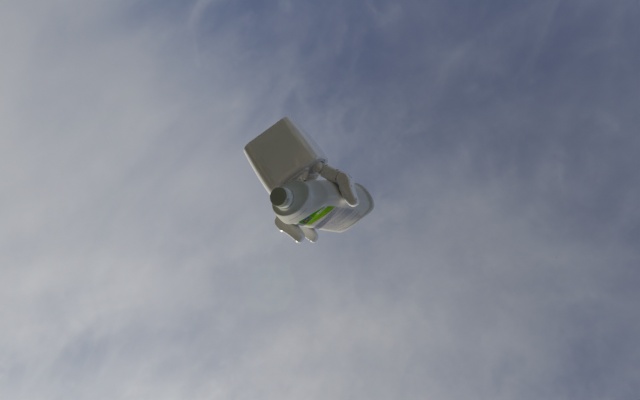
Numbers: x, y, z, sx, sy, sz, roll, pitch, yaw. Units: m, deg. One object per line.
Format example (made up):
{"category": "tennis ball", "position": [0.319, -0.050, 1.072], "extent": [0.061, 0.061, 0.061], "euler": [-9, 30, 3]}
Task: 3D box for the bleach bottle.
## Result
{"category": "bleach bottle", "position": [0.000, 0.003, 0.802], "extent": [0.102, 0.068, 0.251], "euler": [-40, -22, 17]}
